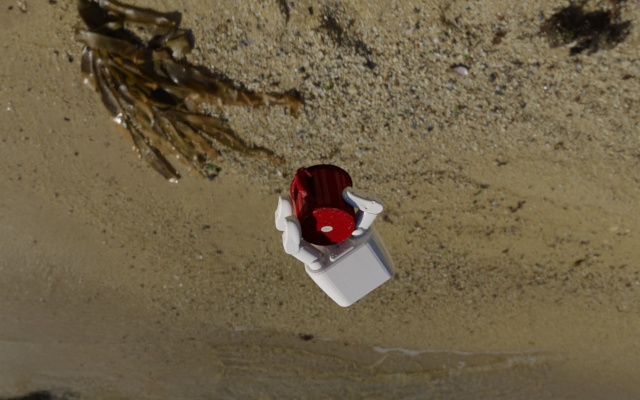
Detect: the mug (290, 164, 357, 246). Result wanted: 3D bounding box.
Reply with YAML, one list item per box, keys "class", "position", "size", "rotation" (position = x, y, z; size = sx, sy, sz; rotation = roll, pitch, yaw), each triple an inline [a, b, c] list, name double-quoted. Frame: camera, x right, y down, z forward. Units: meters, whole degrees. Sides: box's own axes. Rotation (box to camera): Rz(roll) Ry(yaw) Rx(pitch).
- class: "mug"
  position: [0.000, 0.001, 0.663]
  size: [0.093, 0.081, 0.117]
  rotation: [-23, -47, 14]
